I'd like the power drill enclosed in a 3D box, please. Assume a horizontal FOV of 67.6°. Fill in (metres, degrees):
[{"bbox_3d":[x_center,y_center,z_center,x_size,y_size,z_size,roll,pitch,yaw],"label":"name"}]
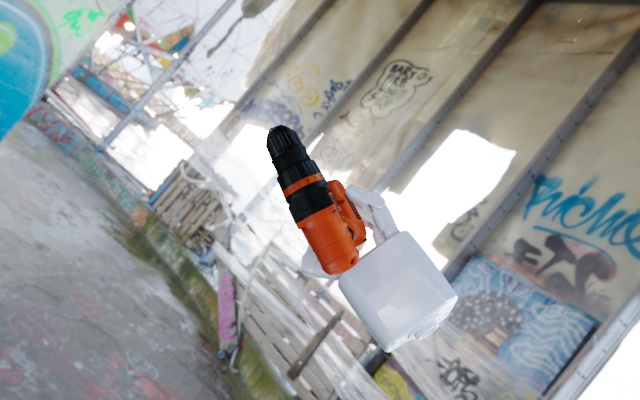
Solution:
[{"bbox_3d":[0.000,0.002,0.608,0.057,0.184,0.187,-26,-8,10],"label":"power drill"}]
